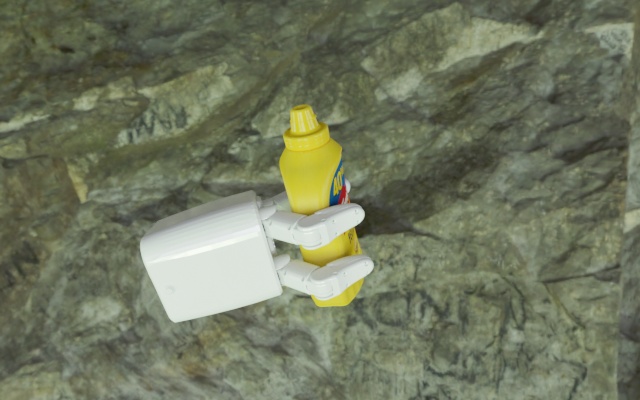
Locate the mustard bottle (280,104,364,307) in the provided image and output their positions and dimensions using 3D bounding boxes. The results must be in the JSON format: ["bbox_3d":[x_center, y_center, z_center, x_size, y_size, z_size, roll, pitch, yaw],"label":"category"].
[{"bbox_3d":[0.000,0.002,0.461,0.058,0.192,0.096,-5,29,15],"label":"mustard bottle"}]
